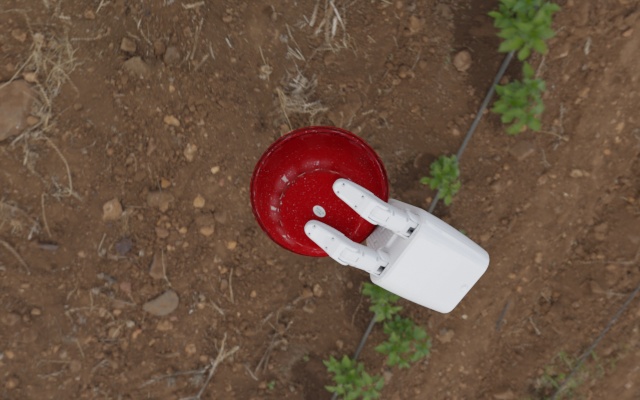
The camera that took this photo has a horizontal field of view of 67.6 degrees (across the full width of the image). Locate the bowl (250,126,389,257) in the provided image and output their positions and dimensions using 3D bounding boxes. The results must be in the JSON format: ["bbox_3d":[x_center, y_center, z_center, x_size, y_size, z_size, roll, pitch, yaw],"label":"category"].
[{"bbox_3d":[-0.001,0.002,0.529,0.162,0.162,0.055,0,20,-2],"label":"bowl"}]
